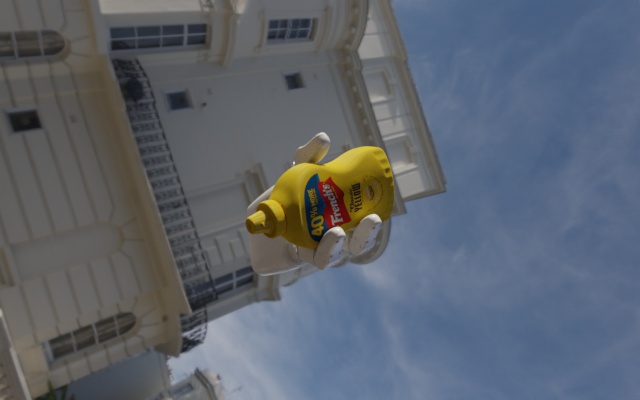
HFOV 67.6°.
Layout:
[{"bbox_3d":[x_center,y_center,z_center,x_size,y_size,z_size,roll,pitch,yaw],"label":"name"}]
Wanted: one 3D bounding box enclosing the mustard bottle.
[{"bbox_3d":[0.000,0.002,0.548,0.191,0.096,0.058,-18,20,-35],"label":"mustard bottle"}]
